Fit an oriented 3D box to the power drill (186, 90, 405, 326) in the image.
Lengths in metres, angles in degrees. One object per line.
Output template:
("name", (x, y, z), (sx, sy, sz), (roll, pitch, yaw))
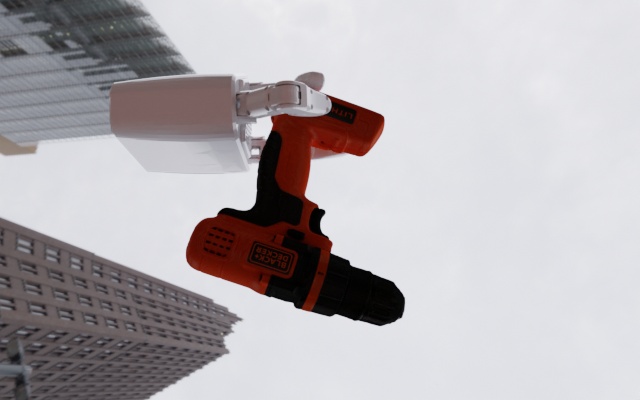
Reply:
("power drill", (0.000, 0.001, 0.416), (0.184, 0.187, 0.057), (19, -25, -6))
